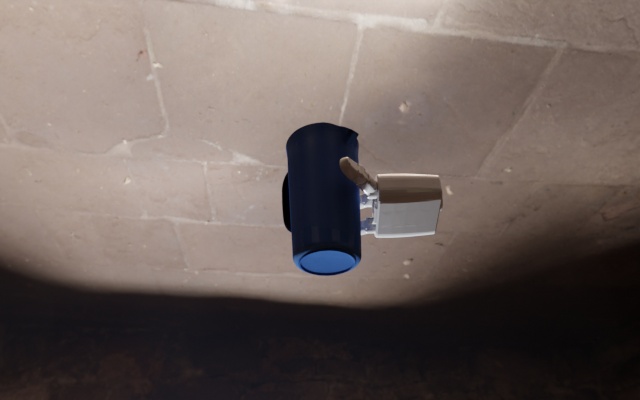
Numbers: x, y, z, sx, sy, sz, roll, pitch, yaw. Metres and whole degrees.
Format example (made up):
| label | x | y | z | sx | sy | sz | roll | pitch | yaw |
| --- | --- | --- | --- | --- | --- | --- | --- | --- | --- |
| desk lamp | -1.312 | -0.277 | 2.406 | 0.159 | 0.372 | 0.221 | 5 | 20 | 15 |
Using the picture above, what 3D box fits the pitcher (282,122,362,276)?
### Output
| label | x | y | z | sx | sy | sz | roll | pitch | yaw |
| --- | --- | --- | --- | --- | --- | --- | --- | --- | --- |
| pitcher | 0.000 | 0.003 | 0.813 | 0.145 | 0.242 | 0.149 | -2 | -34 | 0 |
